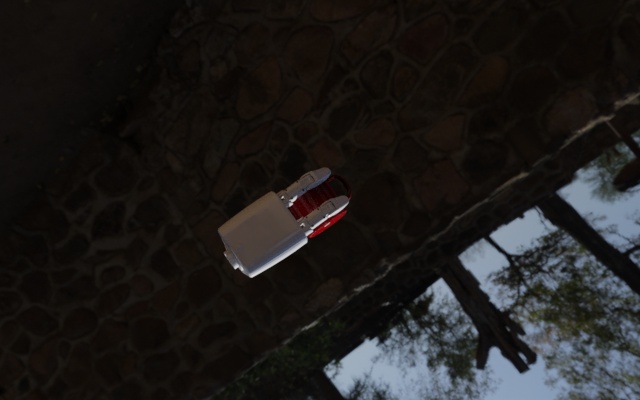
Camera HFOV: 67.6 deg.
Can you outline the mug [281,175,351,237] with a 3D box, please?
[{"bbox_3d":[0.001,0.002,0.819,0.117,0.081,0.093,-34,-8,-14],"label":"mug"}]
